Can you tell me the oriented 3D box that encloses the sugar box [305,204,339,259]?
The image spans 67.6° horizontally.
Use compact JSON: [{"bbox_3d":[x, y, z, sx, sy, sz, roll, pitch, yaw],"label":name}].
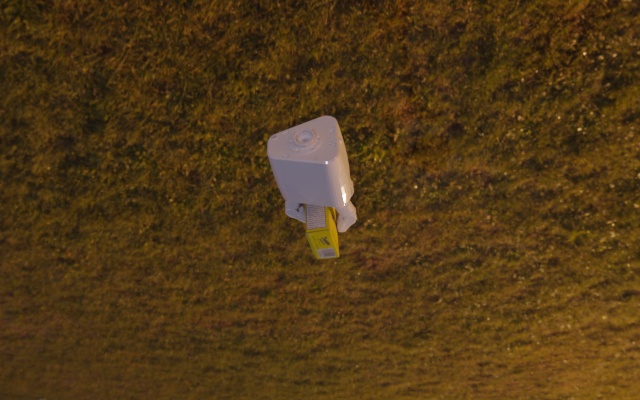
[{"bbox_3d":[0.001,0.003,0.820,0.048,0.176,0.093,-7,-35,8],"label":"sugar box"}]
